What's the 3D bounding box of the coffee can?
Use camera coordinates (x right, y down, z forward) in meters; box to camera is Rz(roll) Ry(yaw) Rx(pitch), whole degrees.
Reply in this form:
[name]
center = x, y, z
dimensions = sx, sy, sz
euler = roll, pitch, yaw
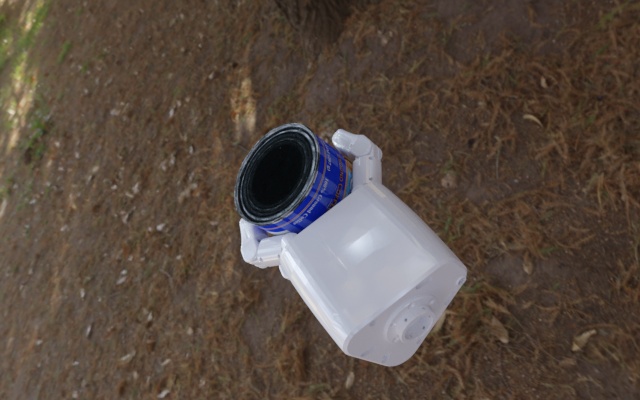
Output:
[coffee can]
center = 0.000, 0.001, 0.479
dimensions = 0.103, 0.102, 0.140
euler = 0, -23, 41
